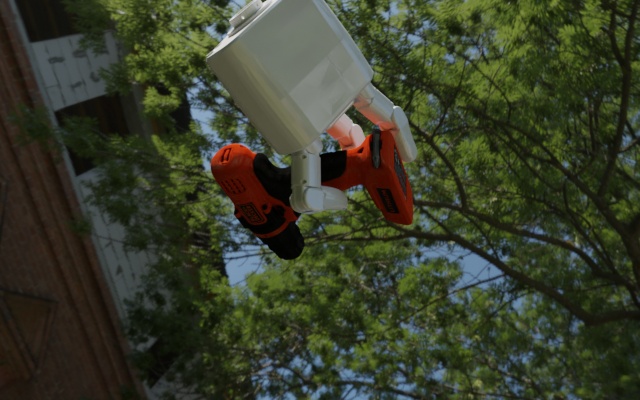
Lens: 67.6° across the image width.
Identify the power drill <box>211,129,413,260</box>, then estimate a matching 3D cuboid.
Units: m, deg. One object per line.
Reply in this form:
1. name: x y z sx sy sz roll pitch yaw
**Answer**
1. power drill: 0.000 0.001 0.513 0.187 0.057 0.185 -10 -39 17
